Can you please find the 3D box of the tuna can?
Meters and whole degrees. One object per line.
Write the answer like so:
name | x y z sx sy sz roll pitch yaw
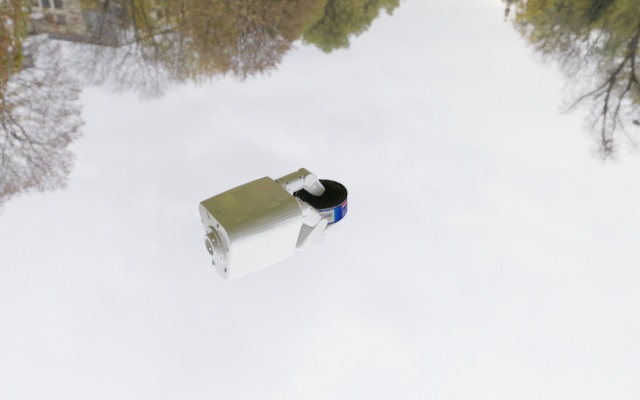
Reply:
tuna can | 0.000 0.003 0.741 0.086 0.034 0.086 -2 34 1
